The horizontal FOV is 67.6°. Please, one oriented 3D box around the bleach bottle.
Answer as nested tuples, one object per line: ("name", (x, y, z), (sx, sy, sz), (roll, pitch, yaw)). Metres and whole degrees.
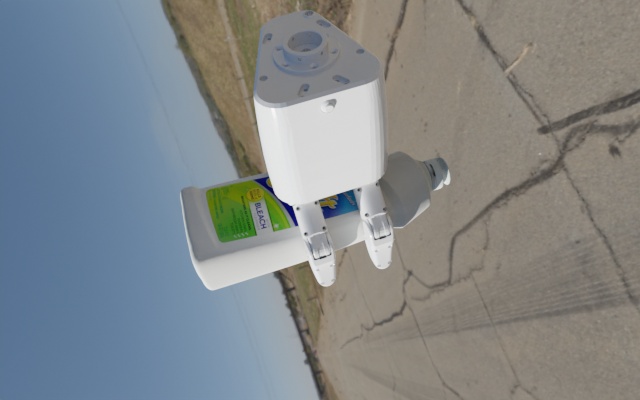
("bleach bottle", (0.000, 0.002, 0.462), (0.251, 0.102, 0.068), (-17, -36, -6))
